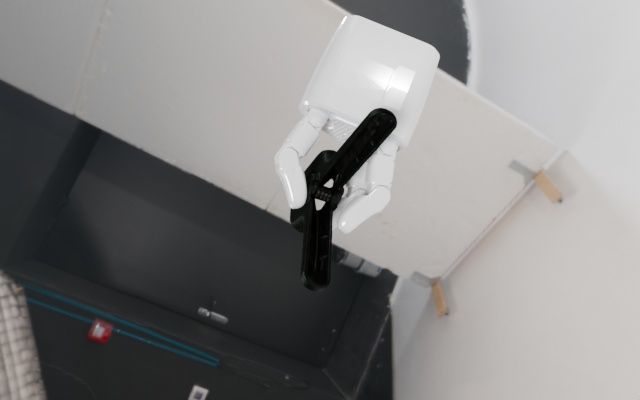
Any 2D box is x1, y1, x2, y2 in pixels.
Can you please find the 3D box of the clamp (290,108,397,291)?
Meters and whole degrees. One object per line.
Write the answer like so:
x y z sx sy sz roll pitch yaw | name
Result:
-0.001 0.001 0.483 0.036 0.164 0.210 24 -8 -14 | clamp
